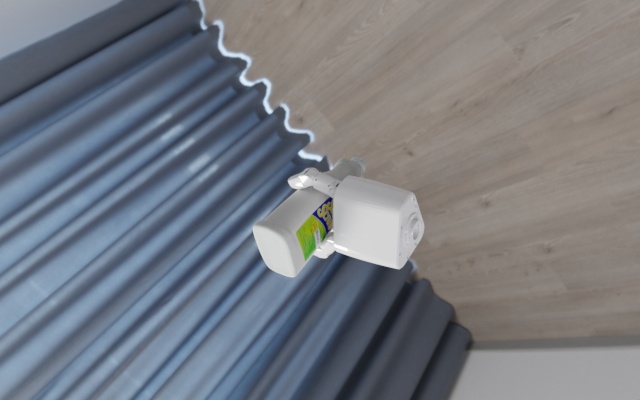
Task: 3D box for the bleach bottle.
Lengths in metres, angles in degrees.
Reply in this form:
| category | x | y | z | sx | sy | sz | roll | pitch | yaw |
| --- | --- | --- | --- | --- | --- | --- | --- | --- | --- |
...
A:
| category | x | y | z | sx | sy | sz | roll | pitch | yaw |
| --- | --- | --- | --- | --- | --- | --- | --- | --- | --- |
| bleach bottle | 0.000 | 0.003 | 0.766 | 0.068 | 0.103 | 0.250 | 16 | 47 | 31 |
